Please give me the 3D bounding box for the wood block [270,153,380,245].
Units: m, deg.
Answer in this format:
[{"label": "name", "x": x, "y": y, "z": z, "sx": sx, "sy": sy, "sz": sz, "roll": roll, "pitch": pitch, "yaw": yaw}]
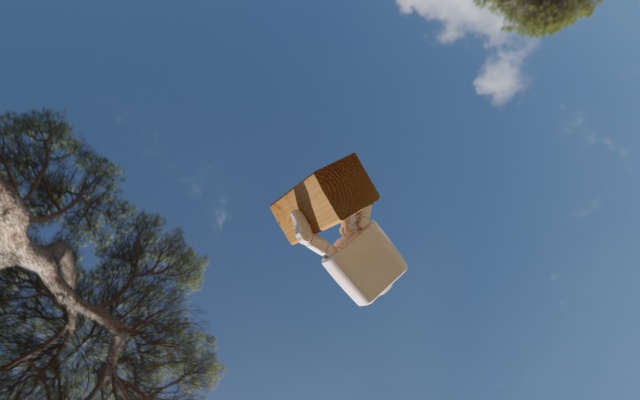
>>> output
[{"label": "wood block", "x": 0.000, "y": 0.003, "z": 0.843, "sx": 0.091, "sy": 0.090, "sz": 0.206, "roll": -29, "pitch": -1, "yaw": -30}]
